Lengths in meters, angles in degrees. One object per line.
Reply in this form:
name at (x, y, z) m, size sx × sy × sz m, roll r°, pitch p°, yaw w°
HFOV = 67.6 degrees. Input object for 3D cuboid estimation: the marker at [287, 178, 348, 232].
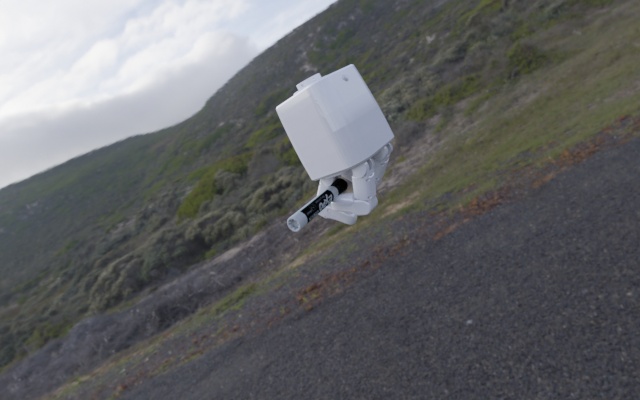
marker at (0.000, 0.002, 0.580) m, size 0.020 × 0.020 × 0.121 m, roll 0°, pitch 25°, yaw 34°
